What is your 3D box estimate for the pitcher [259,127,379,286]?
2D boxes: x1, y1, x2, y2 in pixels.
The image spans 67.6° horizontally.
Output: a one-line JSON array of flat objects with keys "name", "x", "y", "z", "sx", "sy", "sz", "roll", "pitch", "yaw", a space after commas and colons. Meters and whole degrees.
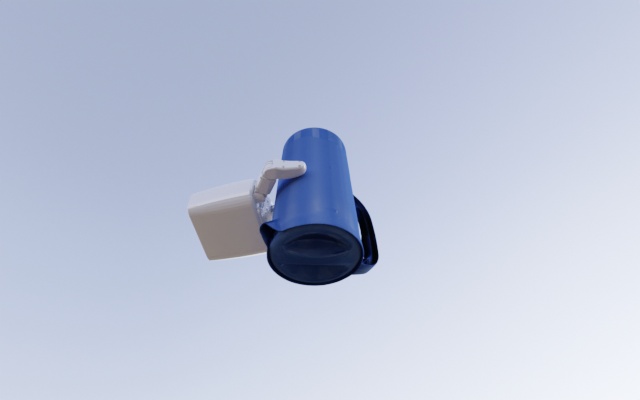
[{"name": "pitcher", "x": 0.000, "y": 0.002, "z": 0.735, "sx": 0.145, "sy": 0.242, "sz": 0.149, "roll": -12, "pitch": -47, "yaw": 10}]
